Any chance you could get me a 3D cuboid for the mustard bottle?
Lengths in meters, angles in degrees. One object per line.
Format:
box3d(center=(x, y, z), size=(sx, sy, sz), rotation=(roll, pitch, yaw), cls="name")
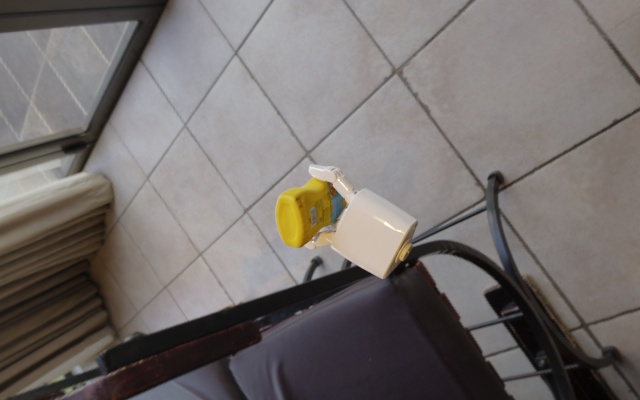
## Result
box3d(center=(0.000, 0.003, 0.845), size=(0.058, 0.096, 0.191), rotation=(8, 25, 33), cls="mustard bottle")
